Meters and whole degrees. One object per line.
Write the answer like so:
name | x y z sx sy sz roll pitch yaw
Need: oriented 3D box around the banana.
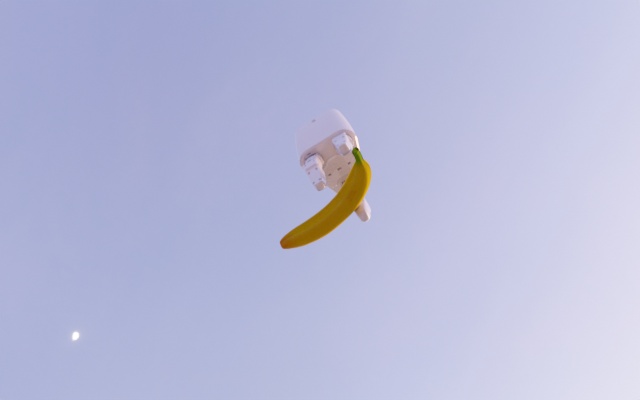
banana | 0.017 0.007 0.707 0.070 0.198 0.037 27 24 -25
